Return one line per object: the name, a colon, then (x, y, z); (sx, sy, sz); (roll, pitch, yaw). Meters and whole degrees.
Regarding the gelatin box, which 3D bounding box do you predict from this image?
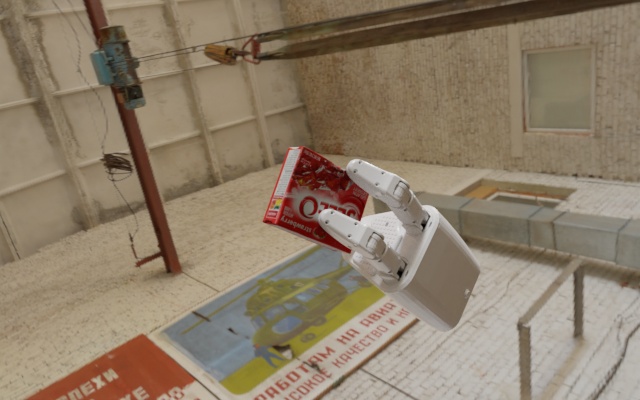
gelatin box: (0.000, 0.001, 0.439); (0.089, 0.073, 0.030); (25, -12, -33)
